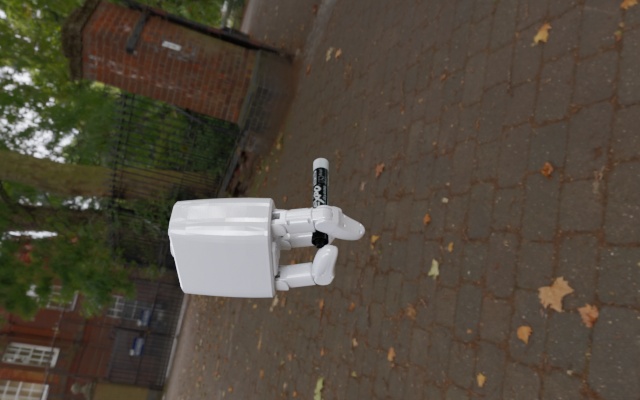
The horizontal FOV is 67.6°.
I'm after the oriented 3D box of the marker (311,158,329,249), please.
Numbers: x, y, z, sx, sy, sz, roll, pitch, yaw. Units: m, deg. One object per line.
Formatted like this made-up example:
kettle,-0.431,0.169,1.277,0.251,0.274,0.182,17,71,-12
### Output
marker,0.000,0.002,0.538,0.020,0.121,0.020,0,-39,0
